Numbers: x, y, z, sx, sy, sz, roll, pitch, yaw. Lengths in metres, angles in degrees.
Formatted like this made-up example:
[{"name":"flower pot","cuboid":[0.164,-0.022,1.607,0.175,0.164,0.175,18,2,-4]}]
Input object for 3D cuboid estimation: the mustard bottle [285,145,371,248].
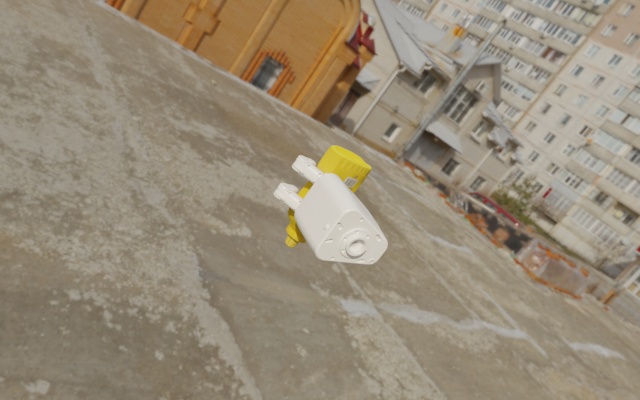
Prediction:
[{"name":"mustard bottle","cuboid":[0.000,0.002,0.805,0.058,0.192,0.096,45,18,32]}]
